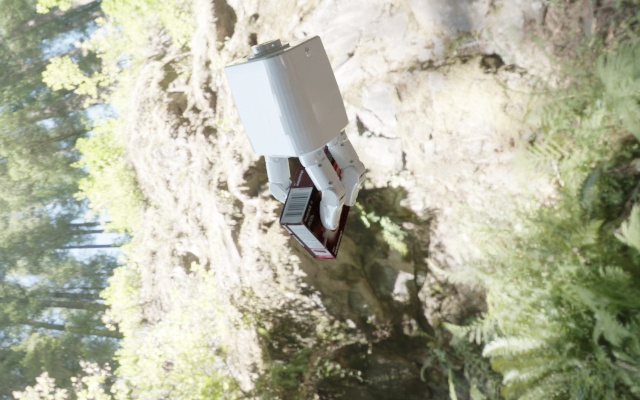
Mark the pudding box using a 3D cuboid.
[{"bbox_3d":[0.000,0.002,0.582,0.039,0.113,0.090,0,-32,33],"label":"pudding box"}]
